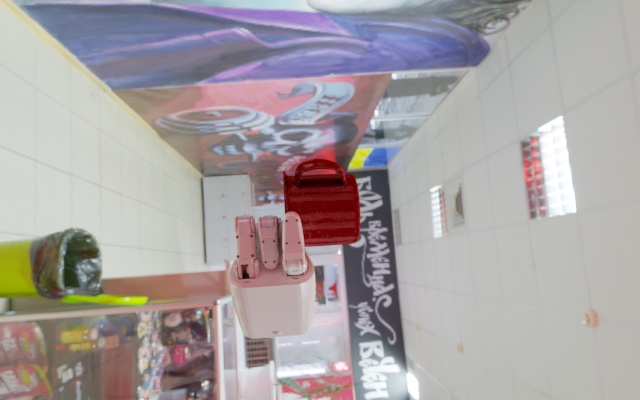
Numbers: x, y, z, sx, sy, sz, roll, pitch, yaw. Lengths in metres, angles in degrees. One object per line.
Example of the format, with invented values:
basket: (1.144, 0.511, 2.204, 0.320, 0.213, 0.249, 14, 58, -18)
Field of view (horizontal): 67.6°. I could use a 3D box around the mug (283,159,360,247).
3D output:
mug: (0.000, 0.001, 0.538, 0.081, 0.117, 0.093, -3, 40, -4)
